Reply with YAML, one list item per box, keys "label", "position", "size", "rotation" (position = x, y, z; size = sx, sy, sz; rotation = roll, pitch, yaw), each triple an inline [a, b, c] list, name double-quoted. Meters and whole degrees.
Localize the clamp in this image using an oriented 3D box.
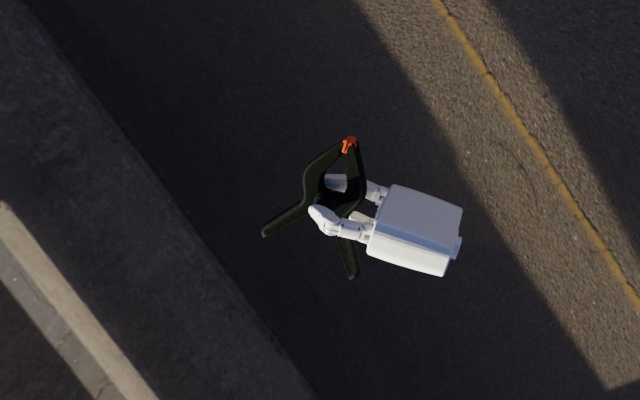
- label: "clamp"
  position: [0.000, 0.002, 0.691]
  size: [0.164, 0.210, 0.036]
  rotation: [18, 26, 12]
